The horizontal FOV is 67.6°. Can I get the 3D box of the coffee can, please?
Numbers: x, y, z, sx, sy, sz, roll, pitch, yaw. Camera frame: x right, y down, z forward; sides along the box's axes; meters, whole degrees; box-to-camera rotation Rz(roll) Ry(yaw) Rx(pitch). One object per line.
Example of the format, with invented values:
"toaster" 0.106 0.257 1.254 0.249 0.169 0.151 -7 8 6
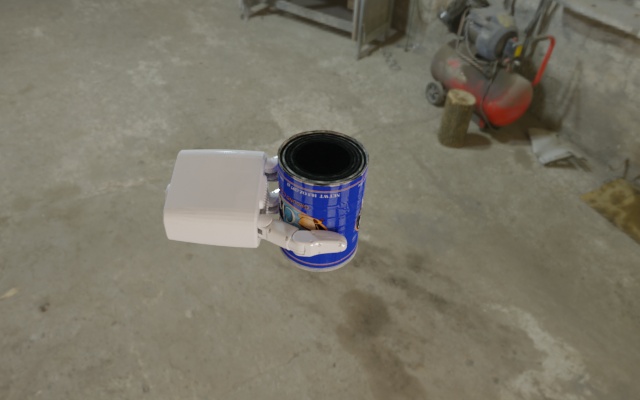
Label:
"coffee can" 0.000 0.002 0.574 0.103 0.140 0.102 2 42 -2
